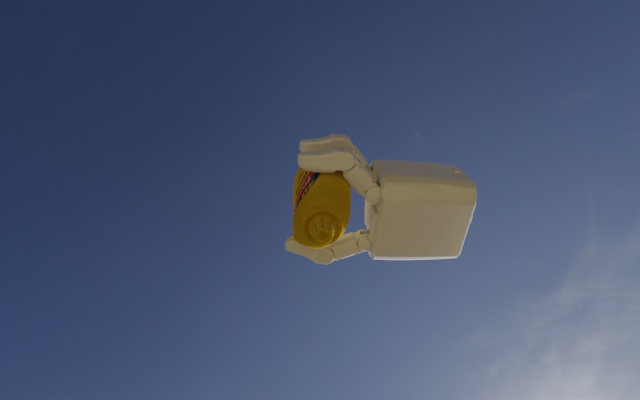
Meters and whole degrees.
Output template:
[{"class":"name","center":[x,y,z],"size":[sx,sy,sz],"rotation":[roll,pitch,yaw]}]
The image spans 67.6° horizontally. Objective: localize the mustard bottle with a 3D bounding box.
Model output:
[{"class":"mustard bottle","center":[0.000,0.002,0.552],"size":[0.058,0.096,0.191],"rotation":[24,18,-11]}]
